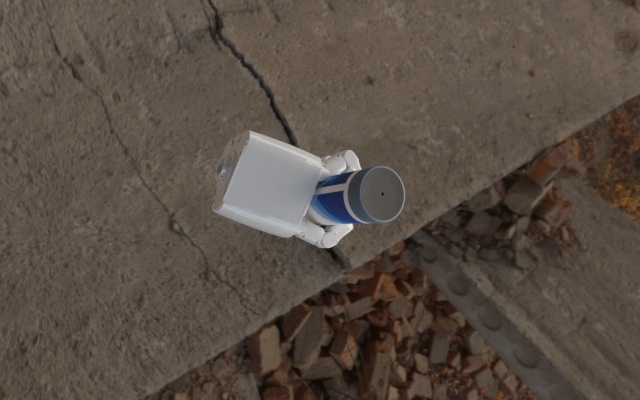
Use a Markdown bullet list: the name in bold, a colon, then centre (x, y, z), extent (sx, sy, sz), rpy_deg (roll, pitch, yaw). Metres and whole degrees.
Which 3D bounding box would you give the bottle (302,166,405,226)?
- **bottle**: centre (0.000, 0.002, 0.680), extent (0.069, 0.069, 0.296), rpy_deg (0, -4, -30)
